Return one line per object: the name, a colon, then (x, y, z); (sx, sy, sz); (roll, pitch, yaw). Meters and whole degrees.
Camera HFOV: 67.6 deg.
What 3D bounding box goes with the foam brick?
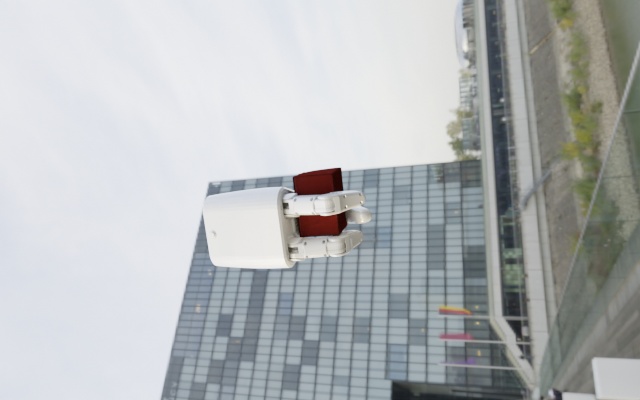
foam brick: (0.000, 0.002, 0.593); (0.051, 0.078, 0.053); (-4, 9, 16)
